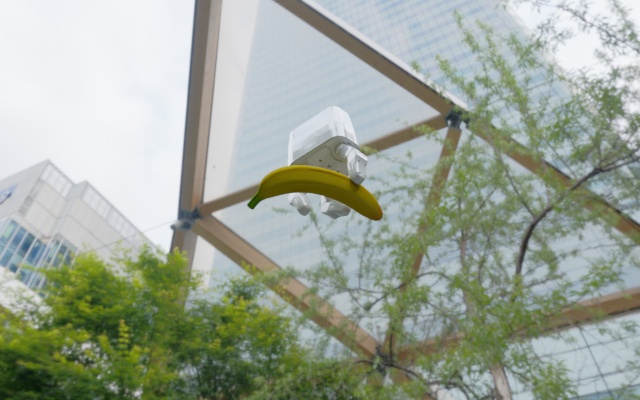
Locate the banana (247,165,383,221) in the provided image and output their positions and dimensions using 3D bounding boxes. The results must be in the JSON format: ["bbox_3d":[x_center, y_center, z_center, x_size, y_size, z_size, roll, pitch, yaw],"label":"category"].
[{"bbox_3d":[0.001,-0.013,0.665,0.198,0.070,0.037,7,34,-13],"label":"banana"}]
